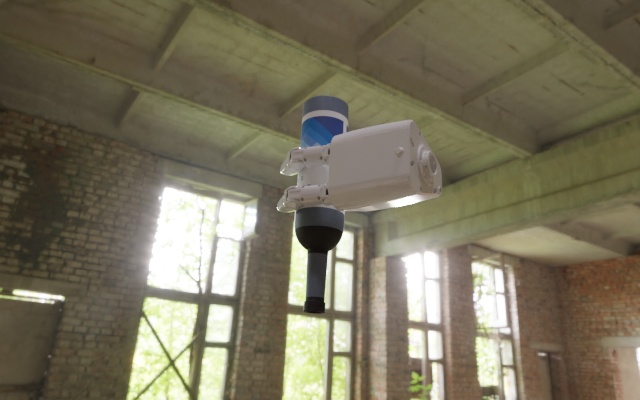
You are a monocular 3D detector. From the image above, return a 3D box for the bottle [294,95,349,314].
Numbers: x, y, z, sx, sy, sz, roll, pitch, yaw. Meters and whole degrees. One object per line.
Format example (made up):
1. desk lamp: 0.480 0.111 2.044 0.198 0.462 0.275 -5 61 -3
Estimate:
1. bottle: 0.000 0.002 0.648 0.069 0.295 0.069 3 -20 1
